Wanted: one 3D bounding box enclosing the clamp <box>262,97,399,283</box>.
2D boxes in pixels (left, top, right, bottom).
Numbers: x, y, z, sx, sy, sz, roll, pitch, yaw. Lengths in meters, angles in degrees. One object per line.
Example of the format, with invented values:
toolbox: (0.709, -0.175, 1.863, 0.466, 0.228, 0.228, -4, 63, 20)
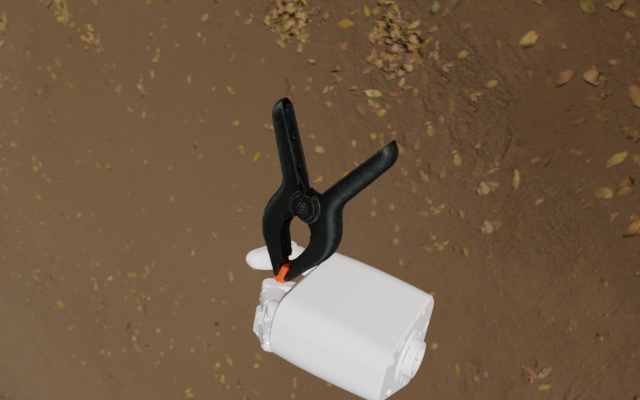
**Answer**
clamp: (0.000, 0.002, 0.436, 0.120, 0.171, 0.039, 18, 20, 24)
